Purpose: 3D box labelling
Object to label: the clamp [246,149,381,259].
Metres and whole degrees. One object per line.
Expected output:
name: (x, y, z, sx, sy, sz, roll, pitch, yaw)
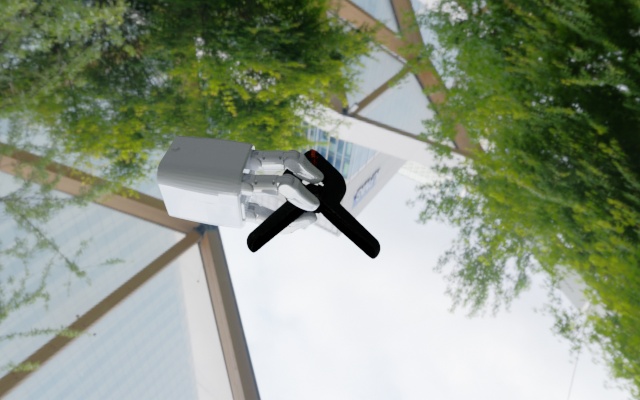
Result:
clamp: (0.000, 0.002, 0.651, 0.164, 0.036, 0.209, 9, 40, 0)
